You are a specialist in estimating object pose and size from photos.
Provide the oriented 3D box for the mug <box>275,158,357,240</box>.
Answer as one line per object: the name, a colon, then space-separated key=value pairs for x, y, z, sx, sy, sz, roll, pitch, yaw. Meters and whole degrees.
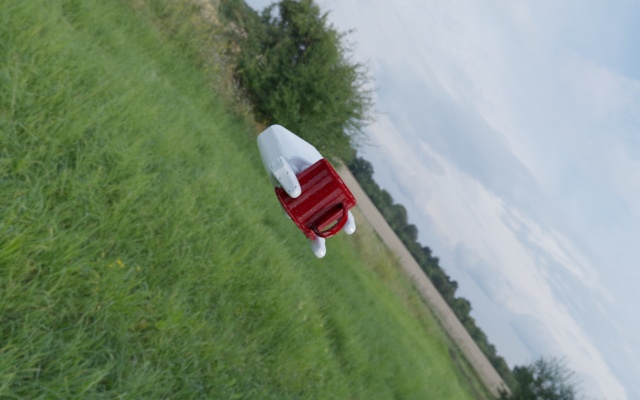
mug: x=0.001 y=0.003 z=0.657 sx=0.081 sy=0.117 sz=0.093 roll=-36 pitch=-47 yaw=6
